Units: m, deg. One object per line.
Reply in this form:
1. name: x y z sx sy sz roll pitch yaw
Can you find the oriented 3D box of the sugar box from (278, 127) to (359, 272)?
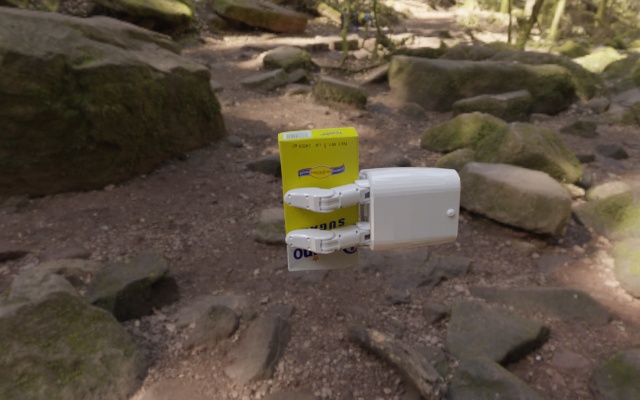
1. sugar box: 0.000 0.002 0.589 0.093 0.176 0.048 -4 22 -2
